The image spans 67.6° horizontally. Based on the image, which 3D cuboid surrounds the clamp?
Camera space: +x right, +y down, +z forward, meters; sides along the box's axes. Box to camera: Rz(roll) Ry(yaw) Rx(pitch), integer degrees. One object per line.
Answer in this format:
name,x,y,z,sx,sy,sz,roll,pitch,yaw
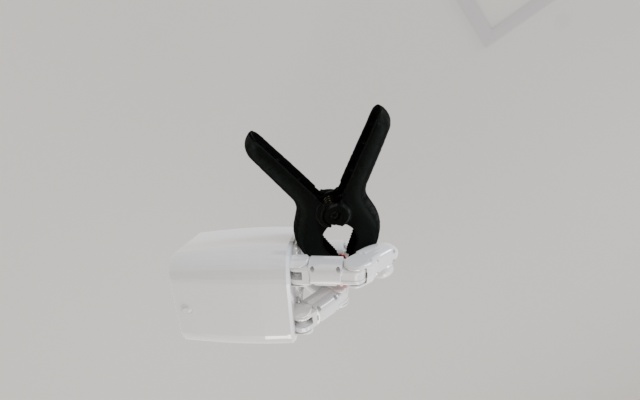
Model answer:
clamp,0.000,0.001,0.425,0.120,0.171,0.039,-1,27,3
